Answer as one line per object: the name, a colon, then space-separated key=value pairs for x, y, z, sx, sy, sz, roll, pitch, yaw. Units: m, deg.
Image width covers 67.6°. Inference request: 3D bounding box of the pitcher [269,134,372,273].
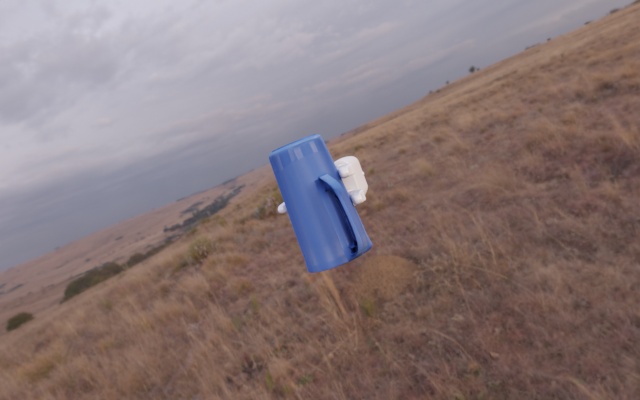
pitcher: x=0.000 y=0.003 z=0.896 sx=0.149 sy=0.243 sz=0.145 roll=-20 pitch=5 yaw=19
